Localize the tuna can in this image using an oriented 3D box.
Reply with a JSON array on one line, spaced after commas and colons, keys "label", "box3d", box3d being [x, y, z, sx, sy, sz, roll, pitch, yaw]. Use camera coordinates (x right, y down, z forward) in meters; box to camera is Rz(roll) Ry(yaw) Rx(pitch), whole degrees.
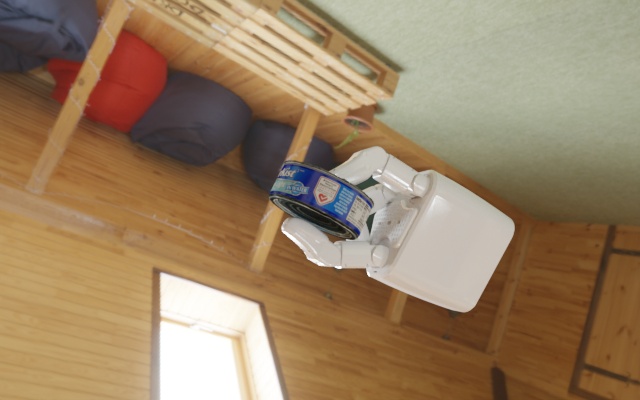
[{"label": "tuna can", "box3d": [0.000, 0.002, 0.407, 0.086, 0.033, 0.086, 25, -12, 5]}]
